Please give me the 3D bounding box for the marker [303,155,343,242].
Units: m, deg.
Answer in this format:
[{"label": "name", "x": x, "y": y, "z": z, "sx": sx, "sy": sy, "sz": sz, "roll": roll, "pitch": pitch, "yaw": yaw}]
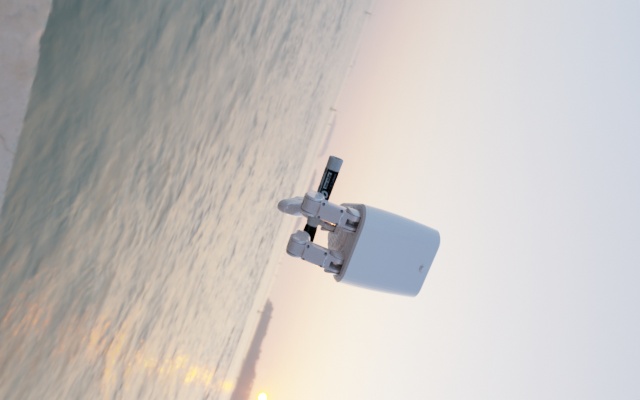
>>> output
[{"label": "marker", "x": 0.000, "y": 0.002, "z": 0.608, "sx": 0.020, "sy": 0.121, "sz": 0.020, "roll": 19, "pitch": 14, "yaw": -5}]
